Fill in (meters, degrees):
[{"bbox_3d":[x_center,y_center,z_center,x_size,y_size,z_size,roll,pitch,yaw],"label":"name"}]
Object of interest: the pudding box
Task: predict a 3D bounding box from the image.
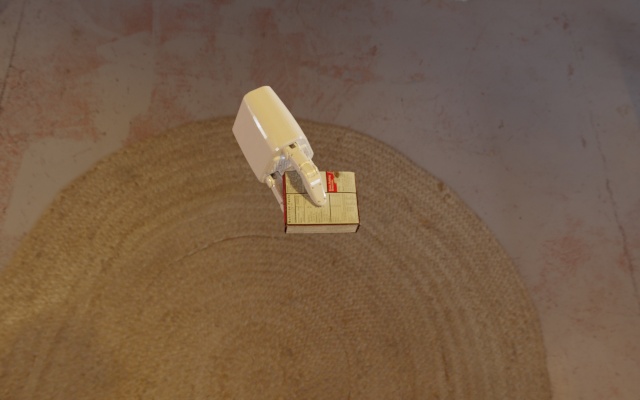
[{"bbox_3d":[0.000,0.002,0.715,0.113,0.090,0.039,-1,-22,-6],"label":"pudding box"}]
